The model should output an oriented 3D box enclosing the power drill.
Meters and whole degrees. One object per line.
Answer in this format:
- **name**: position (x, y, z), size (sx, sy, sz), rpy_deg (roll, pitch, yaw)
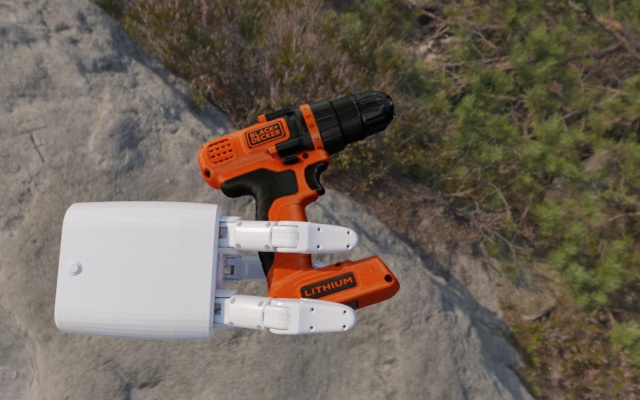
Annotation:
- **power drill**: position (0.000, 0.002, 0.409), size (0.184, 0.187, 0.057), rpy_deg (-20, -24, 1)
